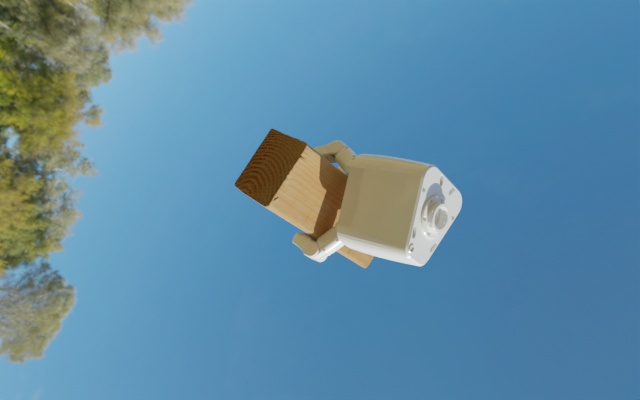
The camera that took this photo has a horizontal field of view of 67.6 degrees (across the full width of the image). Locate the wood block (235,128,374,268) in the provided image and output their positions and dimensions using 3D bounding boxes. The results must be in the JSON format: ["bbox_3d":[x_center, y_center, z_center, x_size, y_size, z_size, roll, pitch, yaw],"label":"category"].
[{"bbox_3d":[0.000,0.003,0.646,0.206,0.091,0.090,36,-4,-41],"label":"wood block"}]
